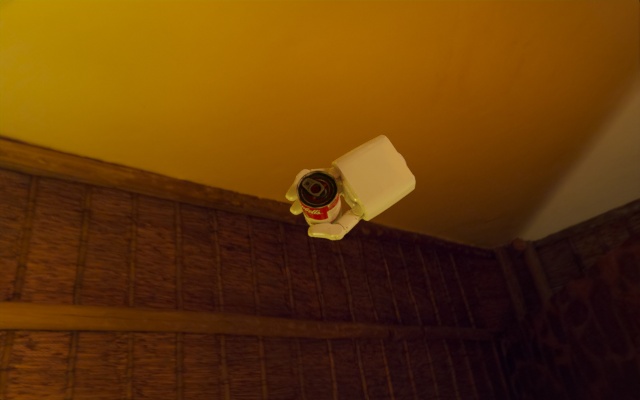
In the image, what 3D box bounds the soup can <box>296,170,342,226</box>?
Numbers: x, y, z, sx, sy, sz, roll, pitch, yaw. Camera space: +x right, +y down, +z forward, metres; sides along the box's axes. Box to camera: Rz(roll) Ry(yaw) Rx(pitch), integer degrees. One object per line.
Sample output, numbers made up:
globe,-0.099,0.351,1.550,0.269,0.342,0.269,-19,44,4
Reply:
soup can,0.000,0.003,0.808,0.068,0.068,0.102,0,-25,7
